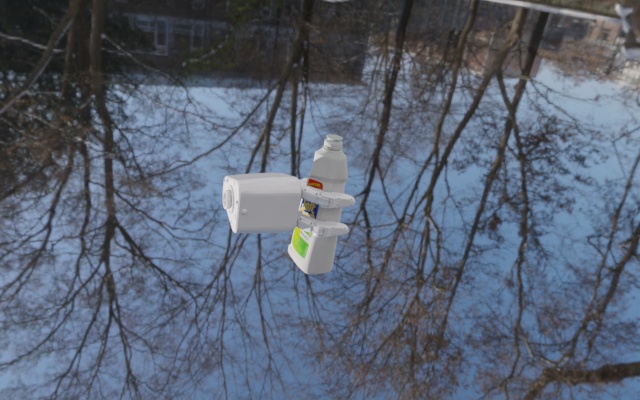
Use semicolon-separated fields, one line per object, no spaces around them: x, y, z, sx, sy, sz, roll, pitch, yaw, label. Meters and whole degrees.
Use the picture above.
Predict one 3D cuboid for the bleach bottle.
0.000;0.003;0.857;0.068;0.251;0.102;-3;27;-27;bleach bottle
